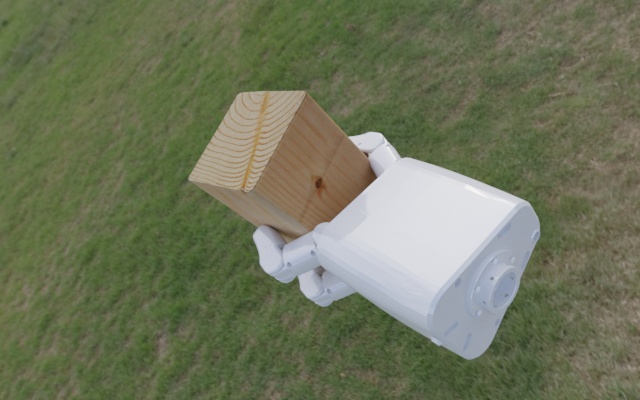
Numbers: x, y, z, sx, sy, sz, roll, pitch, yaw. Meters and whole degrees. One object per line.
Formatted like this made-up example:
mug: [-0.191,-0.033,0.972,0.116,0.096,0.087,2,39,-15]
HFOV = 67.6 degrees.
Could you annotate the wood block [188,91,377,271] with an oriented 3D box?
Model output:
wood block: [0.000,0.001,0.435,0.090,0.090,0.206,11,-22,45]
